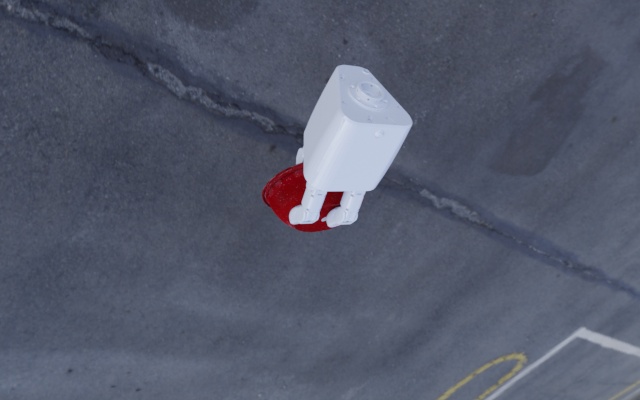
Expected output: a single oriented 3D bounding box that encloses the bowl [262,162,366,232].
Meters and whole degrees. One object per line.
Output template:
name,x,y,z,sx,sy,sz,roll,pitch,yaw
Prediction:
bowl,0.000,0.003,0.685,0.162,0.055,0.162,-12,-24,-5
